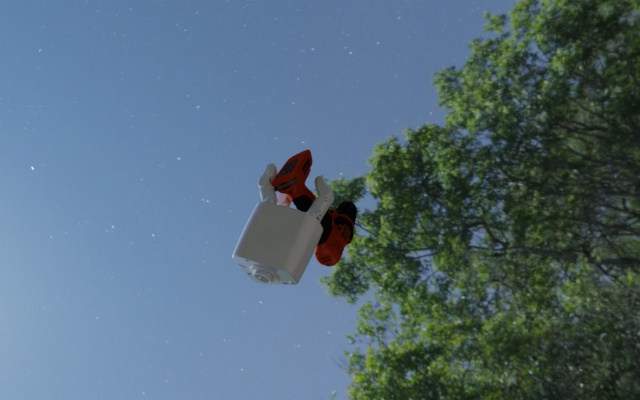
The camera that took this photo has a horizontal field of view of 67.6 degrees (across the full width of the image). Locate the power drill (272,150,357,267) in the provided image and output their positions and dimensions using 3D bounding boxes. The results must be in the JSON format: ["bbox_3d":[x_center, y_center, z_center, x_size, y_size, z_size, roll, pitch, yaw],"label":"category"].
[{"bbox_3d":[0.000,0.003,0.880,0.057,0.188,0.184,-25,20,28],"label":"power drill"}]
